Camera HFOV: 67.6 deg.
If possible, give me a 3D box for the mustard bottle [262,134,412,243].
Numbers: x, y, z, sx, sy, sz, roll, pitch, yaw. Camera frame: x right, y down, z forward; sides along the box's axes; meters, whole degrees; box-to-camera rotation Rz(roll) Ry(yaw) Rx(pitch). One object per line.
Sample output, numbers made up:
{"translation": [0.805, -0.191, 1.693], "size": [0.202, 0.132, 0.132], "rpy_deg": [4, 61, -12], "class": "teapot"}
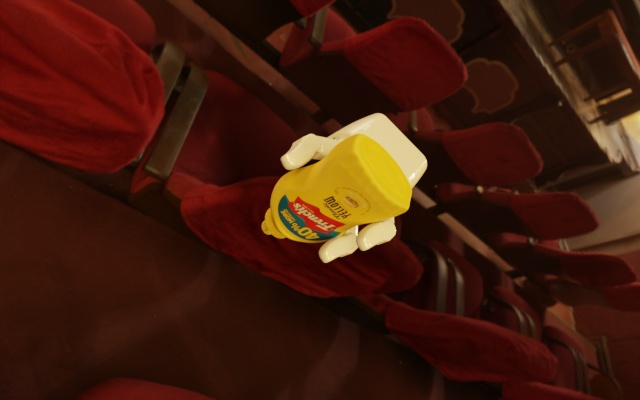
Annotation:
{"translation": [0.000, 0.002, 0.542], "size": [0.192, 0.058, 0.096], "rpy_deg": [-25, -57, 39], "class": "mustard bottle"}
